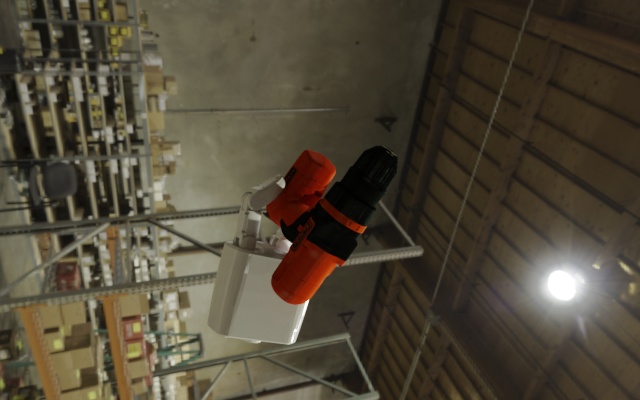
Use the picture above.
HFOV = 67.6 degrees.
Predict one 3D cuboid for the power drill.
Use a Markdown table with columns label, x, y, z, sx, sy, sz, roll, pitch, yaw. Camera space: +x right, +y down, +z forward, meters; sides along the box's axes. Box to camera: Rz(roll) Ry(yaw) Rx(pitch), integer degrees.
| label | x | y | z | sx | sy | sz | roll | pitch | yaw |
| --- | --- | --- | --- | --- | --- | --- | --- | --- | --- |
| power drill | 0.000 | 0.002 | 0.537 | 0.057 | 0.184 | 0.187 | 34 | 10 | -20 |
